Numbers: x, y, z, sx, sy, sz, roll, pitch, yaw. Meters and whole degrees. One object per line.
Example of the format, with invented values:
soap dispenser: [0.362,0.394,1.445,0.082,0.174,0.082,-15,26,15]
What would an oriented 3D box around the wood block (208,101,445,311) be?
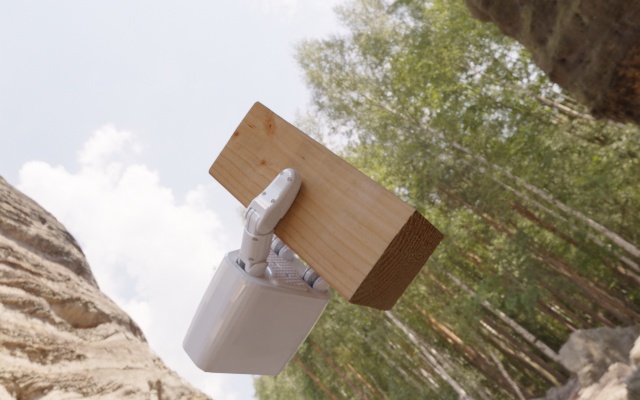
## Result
wood block: [0.000,0.002,0.453,0.206,0.090,0.091,38,4,33]
